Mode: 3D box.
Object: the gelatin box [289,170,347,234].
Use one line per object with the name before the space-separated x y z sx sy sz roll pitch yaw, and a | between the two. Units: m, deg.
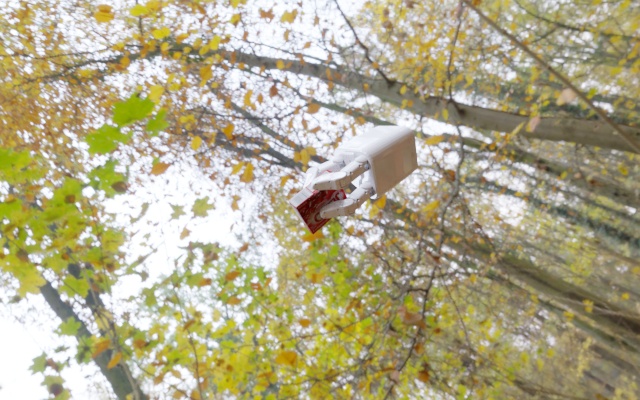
gelatin box | 0.000 0.003 0.811 0.089 0.073 0.030 -39 42 -11
